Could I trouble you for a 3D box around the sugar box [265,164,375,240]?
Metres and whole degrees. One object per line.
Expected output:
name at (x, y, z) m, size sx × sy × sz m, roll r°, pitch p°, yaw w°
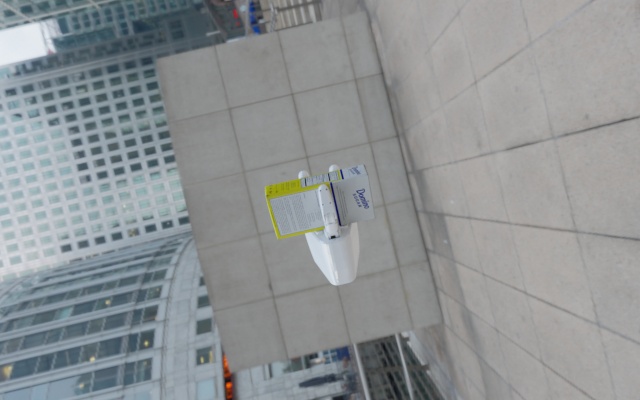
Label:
sugar box at (0.000, 0.003, 0.824) m, size 0.176 × 0.093 × 0.048 m, roll -13°, pitch 32°, yaw -1°
